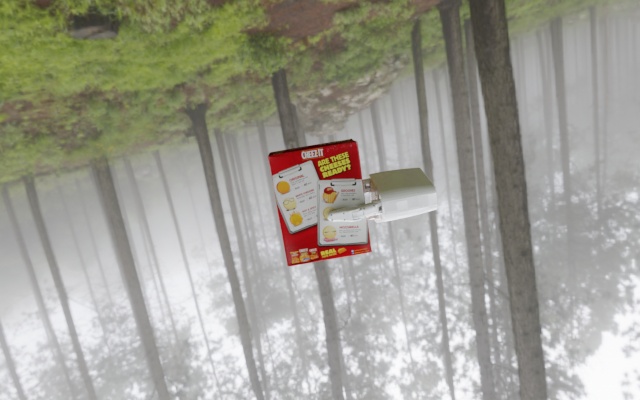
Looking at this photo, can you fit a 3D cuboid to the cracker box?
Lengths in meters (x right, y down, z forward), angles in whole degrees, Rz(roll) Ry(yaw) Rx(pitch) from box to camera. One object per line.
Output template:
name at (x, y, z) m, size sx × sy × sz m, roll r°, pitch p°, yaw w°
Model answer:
cracker box at (0.000, 0.003, 0.900) m, size 0.164 × 0.214 × 0.072 m, roll -10°, pitch 13°, yaw -3°
